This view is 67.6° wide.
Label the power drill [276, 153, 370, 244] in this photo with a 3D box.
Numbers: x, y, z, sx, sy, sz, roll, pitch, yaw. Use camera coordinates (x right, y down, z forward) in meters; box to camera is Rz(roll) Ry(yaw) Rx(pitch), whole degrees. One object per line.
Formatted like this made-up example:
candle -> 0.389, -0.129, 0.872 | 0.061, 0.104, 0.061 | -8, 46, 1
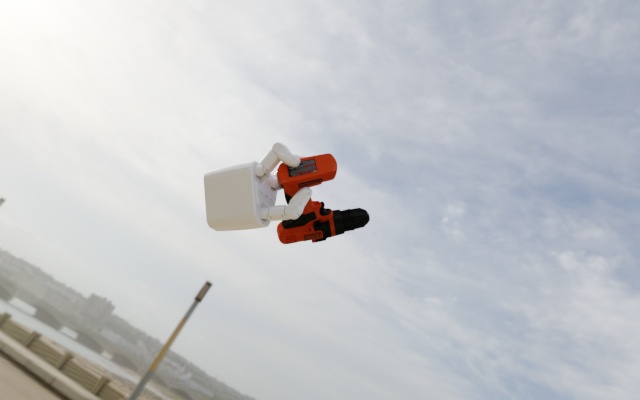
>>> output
power drill -> 0.000, 0.003, 0.886 | 0.184, 0.188, 0.057 | -13, 45, -5
